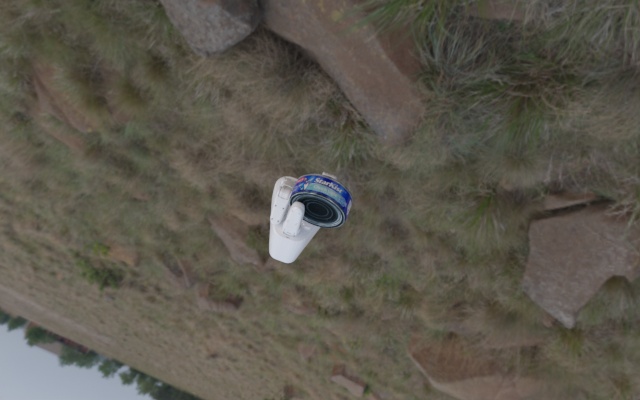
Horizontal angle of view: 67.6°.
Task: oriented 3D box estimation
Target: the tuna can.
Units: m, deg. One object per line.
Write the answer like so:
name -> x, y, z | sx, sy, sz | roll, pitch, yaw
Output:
tuna can -> 0.000, 0.003, 0.672 | 0.086, 0.033, 0.086 | 16, -32, 11
